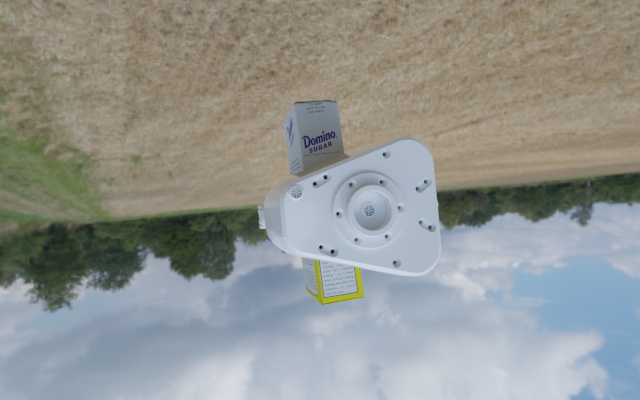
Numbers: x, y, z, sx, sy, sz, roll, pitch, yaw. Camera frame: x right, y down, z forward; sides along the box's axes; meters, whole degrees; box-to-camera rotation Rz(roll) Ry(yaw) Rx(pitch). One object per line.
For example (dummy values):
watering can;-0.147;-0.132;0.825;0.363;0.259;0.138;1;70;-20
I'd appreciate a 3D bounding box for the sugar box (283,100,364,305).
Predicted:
sugar box;0.001;0.002;0.453;0.048;0.176;0.093;-5;0;-11
